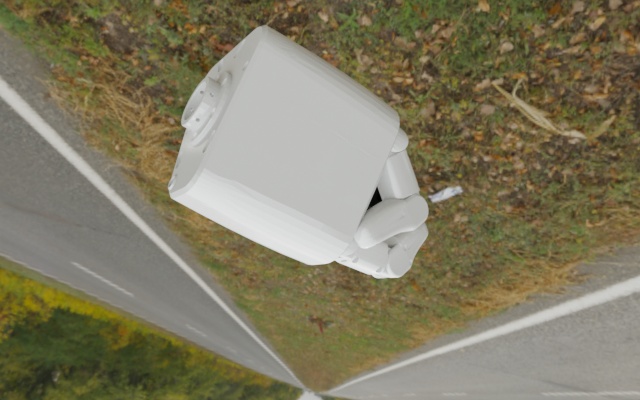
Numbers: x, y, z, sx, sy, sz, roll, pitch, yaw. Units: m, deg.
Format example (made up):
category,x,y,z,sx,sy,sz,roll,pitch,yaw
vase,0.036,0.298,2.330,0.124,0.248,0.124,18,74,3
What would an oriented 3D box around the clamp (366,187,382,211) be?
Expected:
category,x,y,z,sx,sy,sz,roll,pitch,yaw
clamp,0.000,0.002,0.415,0.120,0.039,0.171,27,-24,-30
